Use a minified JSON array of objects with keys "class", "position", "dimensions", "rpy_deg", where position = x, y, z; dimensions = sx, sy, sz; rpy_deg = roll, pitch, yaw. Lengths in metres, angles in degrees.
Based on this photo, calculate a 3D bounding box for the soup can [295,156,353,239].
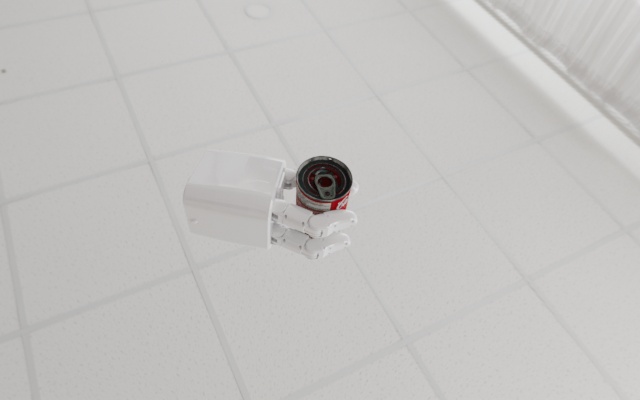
[{"class":"soup can","position":[0.001,0.002,0.607],"dimensions":[0.068,0.068,0.102],"rpy_deg":[0,-36,-7]}]
